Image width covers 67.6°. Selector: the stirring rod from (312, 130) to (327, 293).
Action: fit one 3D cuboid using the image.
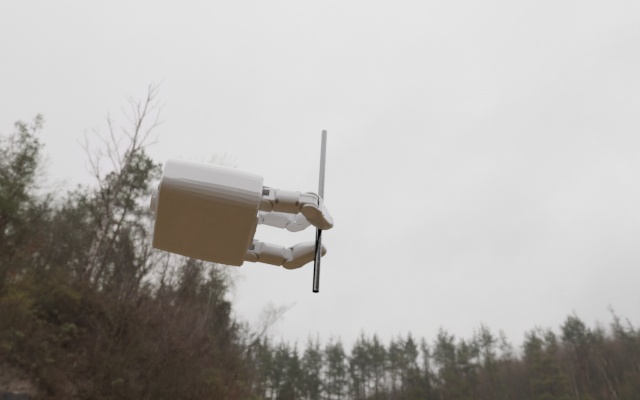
[{"bbox_3d":[0.000,0.002,0.588,0.011,0.239,0.011,2,-36,2],"label":"stirring rod"}]
